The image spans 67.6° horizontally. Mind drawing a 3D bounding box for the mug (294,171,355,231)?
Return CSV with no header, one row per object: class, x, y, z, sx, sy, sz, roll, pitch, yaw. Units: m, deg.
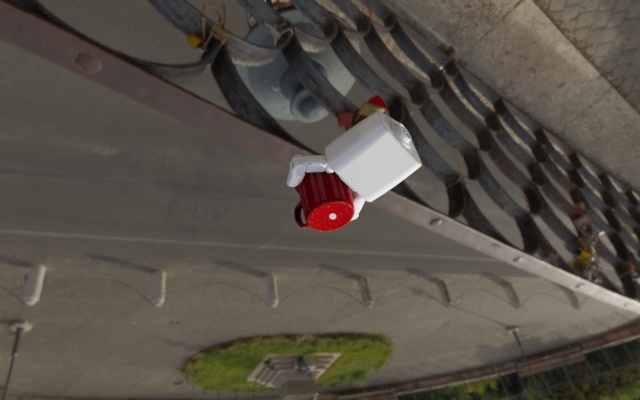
mug,-0.001,0.003,0.786,0.117,0.081,0.093,-36,-43,25
